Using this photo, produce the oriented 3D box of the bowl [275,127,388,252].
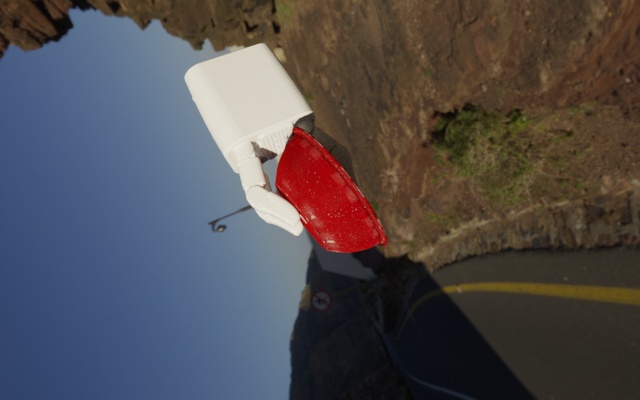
[{"bbox_3d":[0.001,0.003,0.513,0.055,0.162,0.162,-39,6,-7],"label":"bowl"}]
